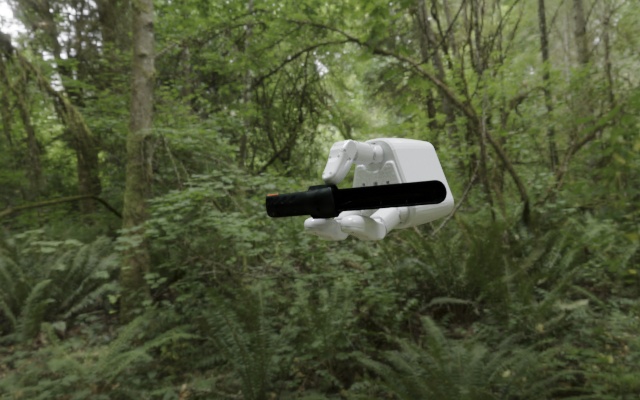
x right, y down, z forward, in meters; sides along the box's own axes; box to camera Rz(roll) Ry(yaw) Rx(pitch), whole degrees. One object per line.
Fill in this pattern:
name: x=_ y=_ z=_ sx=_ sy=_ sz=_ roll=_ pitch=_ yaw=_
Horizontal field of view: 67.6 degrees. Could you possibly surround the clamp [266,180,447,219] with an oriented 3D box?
clamp: x=0.000 y=0.001 z=0.499 sx=0.210 sy=0.036 sz=0.164 roll=-5 pitch=-1 yaw=43
